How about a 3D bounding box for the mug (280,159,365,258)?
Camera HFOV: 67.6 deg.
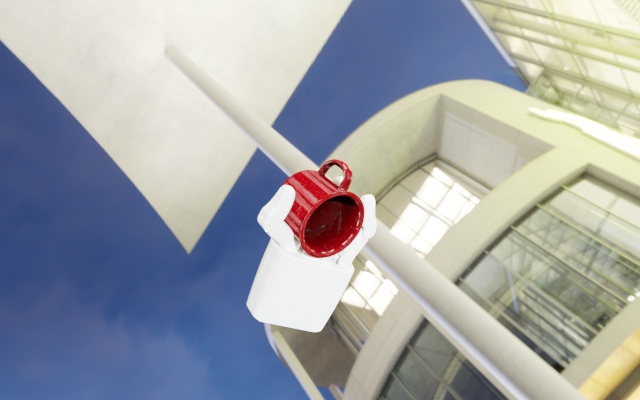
[{"bbox_3d":[0.001,0.001,0.602,0.093,0.117,0.081,12,20,-40],"label":"mug"}]
